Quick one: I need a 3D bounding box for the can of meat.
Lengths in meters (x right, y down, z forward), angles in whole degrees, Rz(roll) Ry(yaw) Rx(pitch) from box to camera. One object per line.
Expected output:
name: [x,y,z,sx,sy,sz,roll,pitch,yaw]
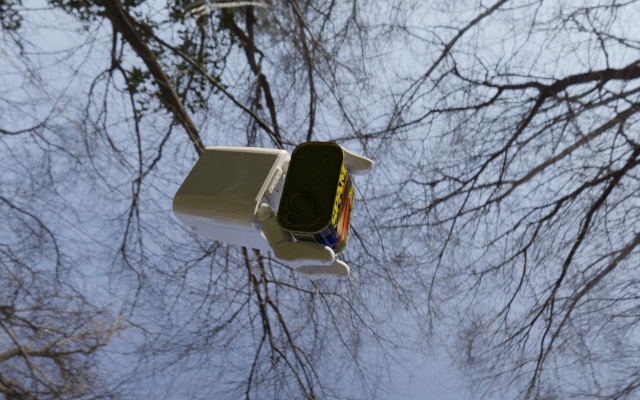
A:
can of meat: [0.000,0.002,0.512,0.057,0.102,0.084,4,-24,17]
